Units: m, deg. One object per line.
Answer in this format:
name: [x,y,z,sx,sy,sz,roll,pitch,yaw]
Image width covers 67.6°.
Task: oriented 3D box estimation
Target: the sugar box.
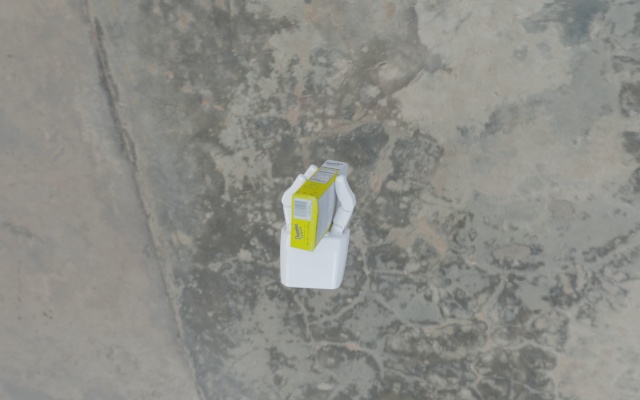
sugar box: [0.000,0.003,0.795,0.048,0.093,0.176,10,24,13]
